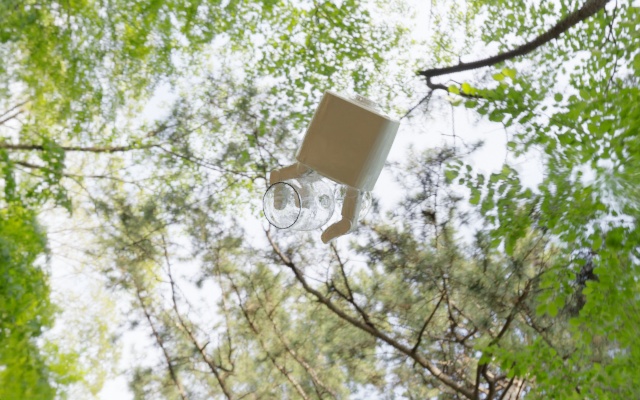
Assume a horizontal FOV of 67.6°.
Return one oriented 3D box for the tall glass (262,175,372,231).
[{"bbox_3d":[0.000,0.002,0.702,0.079,0.079,0.201,0,3,31],"label":"tall glass"}]
